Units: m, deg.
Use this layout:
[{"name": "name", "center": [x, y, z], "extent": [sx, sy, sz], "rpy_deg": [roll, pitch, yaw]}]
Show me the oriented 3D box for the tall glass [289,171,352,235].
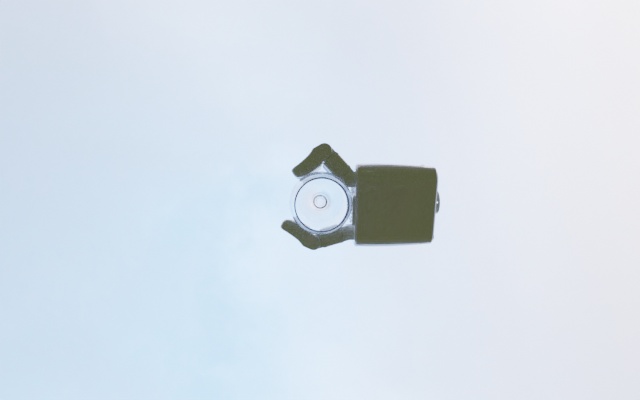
[{"name": "tall glass", "center": [0.000, 0.002, 0.629], "extent": [0.079, 0.079, 0.201], "rpy_deg": [0, 2, 0]}]
